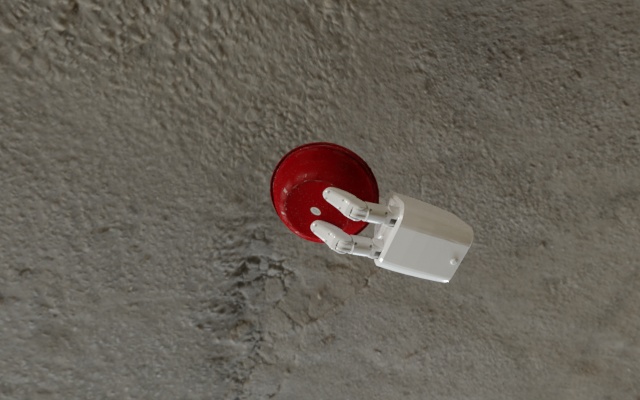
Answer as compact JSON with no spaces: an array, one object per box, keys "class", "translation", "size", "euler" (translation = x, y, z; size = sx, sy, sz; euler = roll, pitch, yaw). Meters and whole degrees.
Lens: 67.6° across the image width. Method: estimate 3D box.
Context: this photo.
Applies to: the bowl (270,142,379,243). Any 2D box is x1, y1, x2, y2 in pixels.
[{"class":"bowl","translation":[-0.001,0.002,0.674],"size":[0.162,0.162,0.055],"euler":[0,26,11]}]
